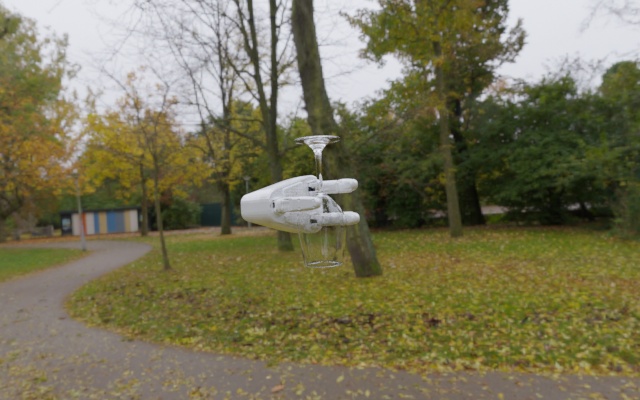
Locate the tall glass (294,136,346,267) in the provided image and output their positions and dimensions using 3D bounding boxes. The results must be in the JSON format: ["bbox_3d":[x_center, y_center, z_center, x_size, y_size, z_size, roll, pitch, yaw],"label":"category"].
[{"bbox_3d":[0.000,0.002,0.758,0.079,0.201,0.079,-3,-1,0],"label":"tall glass"}]
